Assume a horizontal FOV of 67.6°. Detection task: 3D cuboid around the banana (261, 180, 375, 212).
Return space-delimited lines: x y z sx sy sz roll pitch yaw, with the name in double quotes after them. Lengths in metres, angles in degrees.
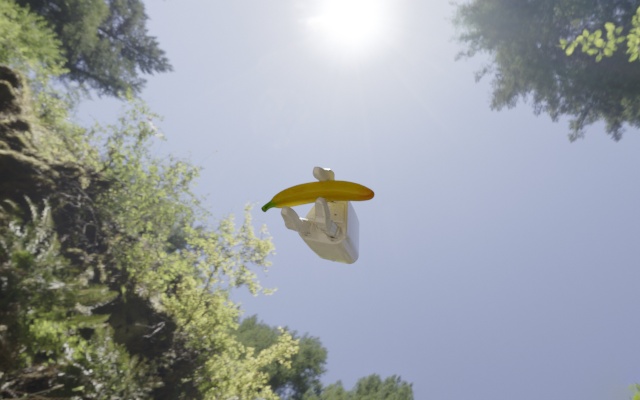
-0.002 -0.008 0.843 0.198 0.037 0.069 -9 35 11 "banana"
